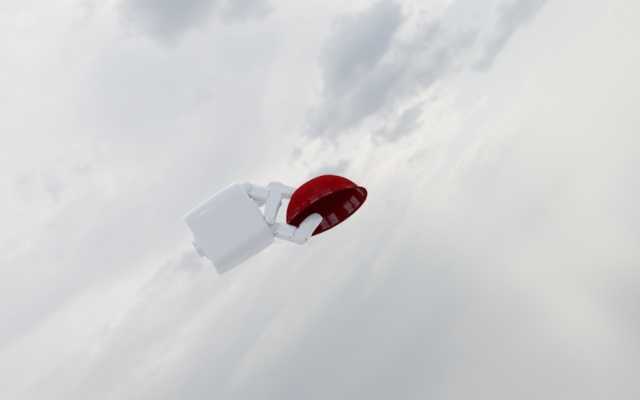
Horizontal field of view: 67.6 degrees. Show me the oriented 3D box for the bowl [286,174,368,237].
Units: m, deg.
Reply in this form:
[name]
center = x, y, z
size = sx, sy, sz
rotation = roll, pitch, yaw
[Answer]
[bowl]
center = 0.001, 0.002, 0.836
size = 0.162, 0.055, 0.162
rotation = -24, -23, -10
